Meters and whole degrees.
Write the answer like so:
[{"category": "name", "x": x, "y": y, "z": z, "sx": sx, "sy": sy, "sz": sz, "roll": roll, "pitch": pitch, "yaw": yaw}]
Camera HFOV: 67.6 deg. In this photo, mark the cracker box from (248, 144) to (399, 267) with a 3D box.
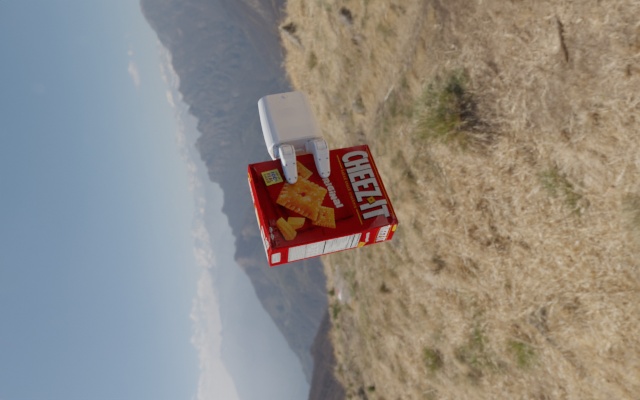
[{"category": "cracker box", "x": 0.000, "y": 0.003, "z": 0.793, "sx": 0.213, "sy": 0.164, "sz": 0.072, "roll": -11, "pitch": -28, "yaw": -12}]
